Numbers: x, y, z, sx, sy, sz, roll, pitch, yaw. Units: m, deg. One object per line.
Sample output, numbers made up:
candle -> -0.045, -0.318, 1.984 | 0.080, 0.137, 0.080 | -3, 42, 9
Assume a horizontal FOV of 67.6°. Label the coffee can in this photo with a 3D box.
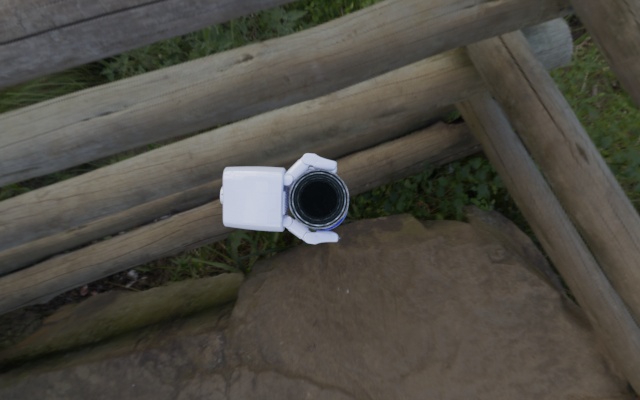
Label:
coffee can -> 0.000, 0.003, 0.867 | 0.103, 0.103, 0.140 | 0, -4, 2
